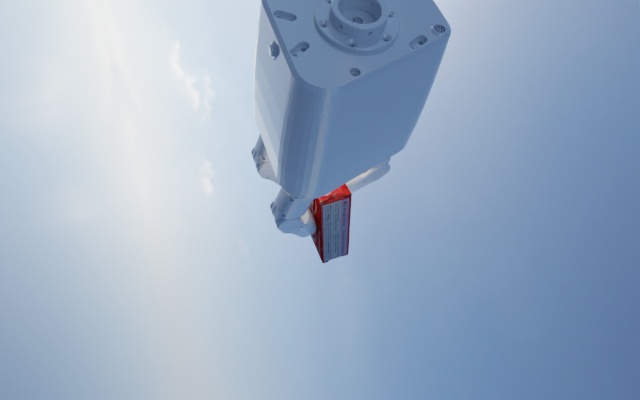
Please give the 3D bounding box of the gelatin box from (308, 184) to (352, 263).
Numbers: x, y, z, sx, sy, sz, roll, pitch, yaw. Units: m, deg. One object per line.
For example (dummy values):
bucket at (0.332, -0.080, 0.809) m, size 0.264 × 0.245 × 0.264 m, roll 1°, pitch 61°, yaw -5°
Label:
gelatin box at (0.001, 0.002, 0.434) m, size 0.030 × 0.073 × 0.089 m, roll -17°, pitch -39°, yaw -12°
